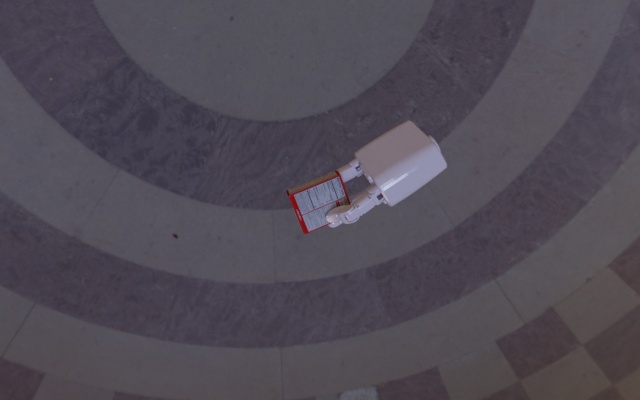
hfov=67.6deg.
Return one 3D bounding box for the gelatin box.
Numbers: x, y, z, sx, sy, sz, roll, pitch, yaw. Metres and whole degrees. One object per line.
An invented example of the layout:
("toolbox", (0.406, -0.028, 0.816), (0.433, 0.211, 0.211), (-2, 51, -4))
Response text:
("gelatin box", (0.000, 0.003, 0.759), (0.089, 0.073, 0.030), (-23, 24, -5))
